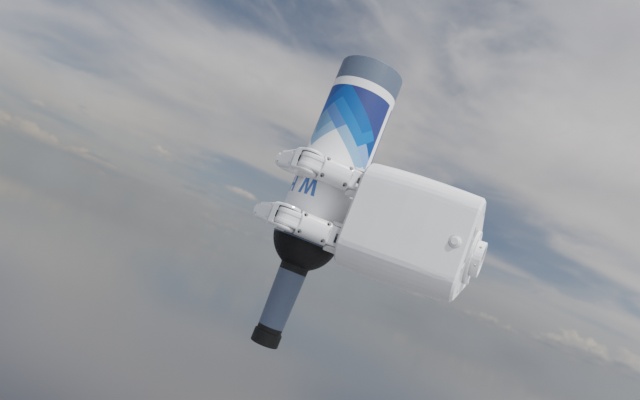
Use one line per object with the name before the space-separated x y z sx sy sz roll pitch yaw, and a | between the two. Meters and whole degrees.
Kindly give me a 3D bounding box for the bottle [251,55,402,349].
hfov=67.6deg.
bottle | 0.000 0.001 0.476 0.069 0.295 0.069 21 -9 3
